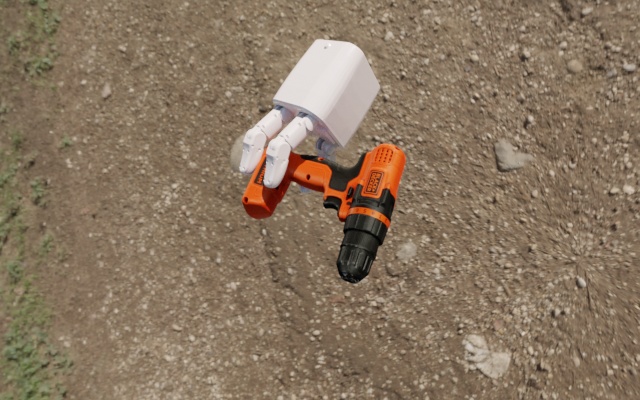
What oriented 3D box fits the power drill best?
[{"bbox_3d":[0.000,0.002,0.602,0.187,0.184,0.057,11,-28,20],"label":"power drill"}]
